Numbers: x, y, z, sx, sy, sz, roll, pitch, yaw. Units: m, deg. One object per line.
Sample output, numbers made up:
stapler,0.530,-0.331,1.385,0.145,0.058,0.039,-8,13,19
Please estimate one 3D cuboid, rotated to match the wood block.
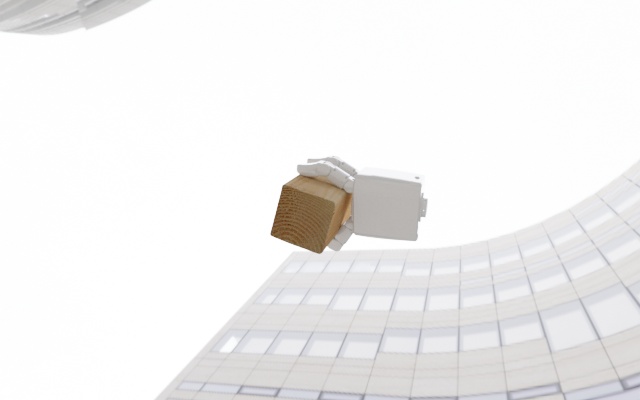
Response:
wood block,0.000,0.003,0.815,0.090,0.091,0.206,19,19,11
